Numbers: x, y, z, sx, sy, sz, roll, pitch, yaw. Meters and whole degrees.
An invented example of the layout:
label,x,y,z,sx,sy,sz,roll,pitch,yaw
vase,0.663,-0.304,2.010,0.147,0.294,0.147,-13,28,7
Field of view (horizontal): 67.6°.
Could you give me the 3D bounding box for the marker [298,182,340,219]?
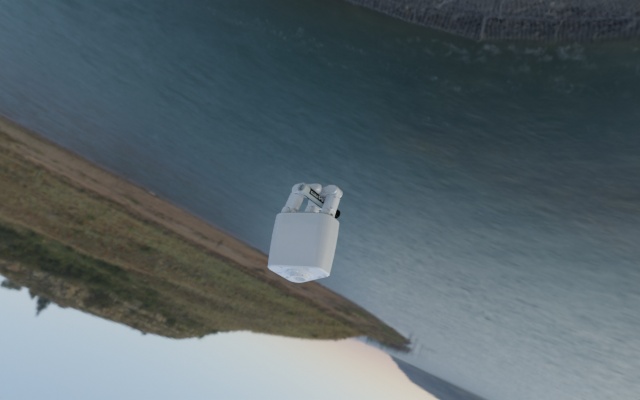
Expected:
label,x,y,z,sx,sy,sz,roll,pitch,yaw
marker,0.000,0.003,0.892,0.020,0.020,0.121,0,-27,39
